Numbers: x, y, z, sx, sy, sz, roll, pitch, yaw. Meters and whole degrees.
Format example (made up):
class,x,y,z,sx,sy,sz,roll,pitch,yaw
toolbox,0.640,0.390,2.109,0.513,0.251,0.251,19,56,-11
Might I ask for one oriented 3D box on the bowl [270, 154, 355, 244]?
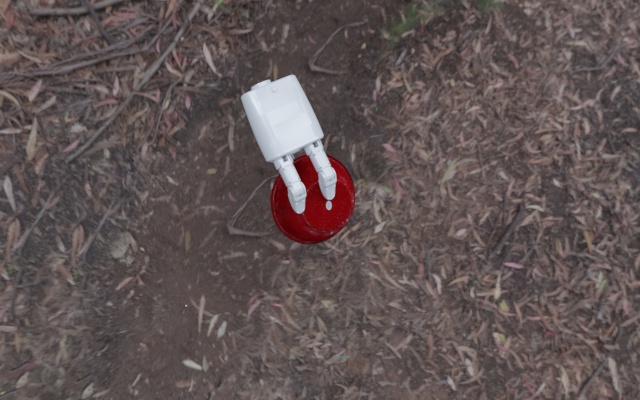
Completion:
class,x,y,z,sx,sy,sz,roll,pitch,yaw
bowl,0.001,0.004,0.805,0.162,0.162,0.055,0,11,-27
